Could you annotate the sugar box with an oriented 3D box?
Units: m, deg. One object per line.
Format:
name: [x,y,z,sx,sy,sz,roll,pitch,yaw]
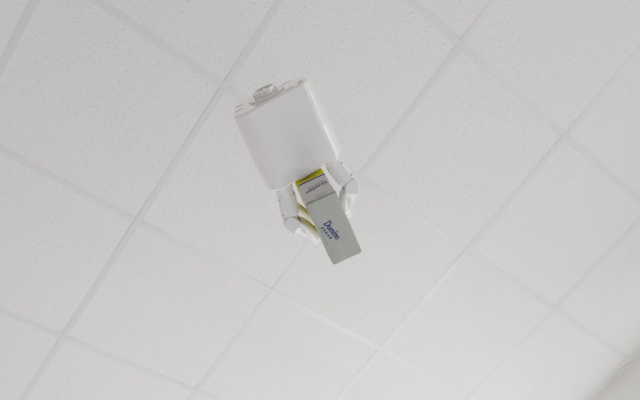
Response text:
sugar box: [0.000,0.002,0.643,0.048,0.093,0.176,-24,24,1]
